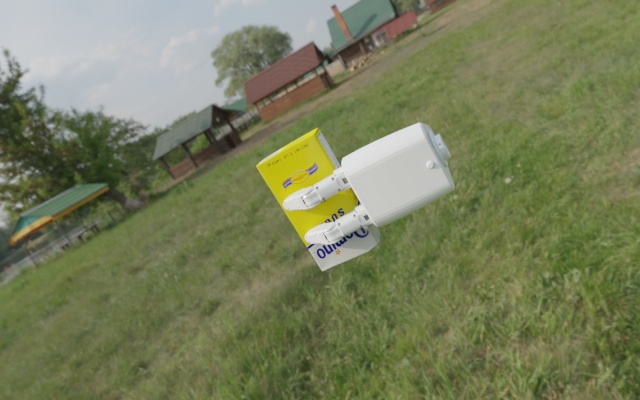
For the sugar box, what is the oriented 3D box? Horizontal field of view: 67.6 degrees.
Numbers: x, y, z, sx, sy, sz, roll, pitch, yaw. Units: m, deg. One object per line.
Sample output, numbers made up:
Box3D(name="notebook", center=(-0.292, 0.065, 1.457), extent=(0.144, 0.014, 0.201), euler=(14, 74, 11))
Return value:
Box3D(name="sugar box", center=(0.000, 0.002, 0.646), extent=(0.093, 0.176, 0.048), euler=(-27, 13, 18))
